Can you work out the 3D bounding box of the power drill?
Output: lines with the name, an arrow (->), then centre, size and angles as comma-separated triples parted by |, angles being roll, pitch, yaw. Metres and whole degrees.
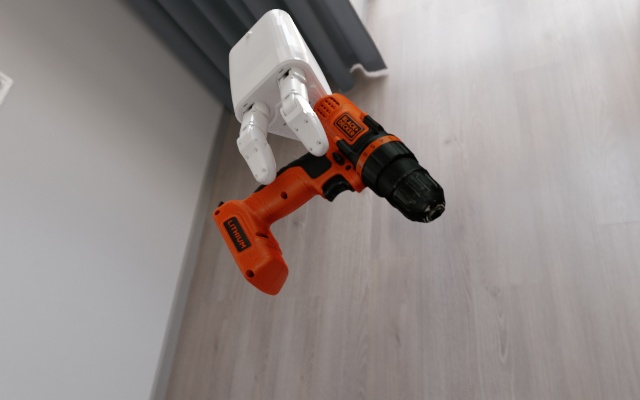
power drill -> 0.000, 0.002, 0.452 | 0.184, 0.187, 0.057 | 51, 3, 41
